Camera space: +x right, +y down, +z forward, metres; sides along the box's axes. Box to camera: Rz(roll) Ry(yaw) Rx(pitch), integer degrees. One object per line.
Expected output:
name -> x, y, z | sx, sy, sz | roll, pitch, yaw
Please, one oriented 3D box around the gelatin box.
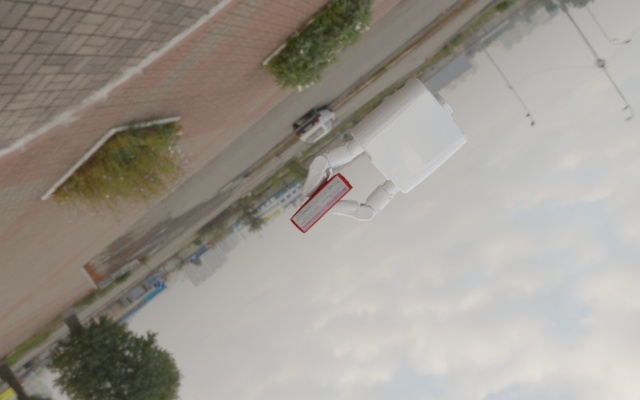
gelatin box -> 0.000, 0.003, 0.642 | 0.089, 0.030, 0.073 | -44, 2, 0
